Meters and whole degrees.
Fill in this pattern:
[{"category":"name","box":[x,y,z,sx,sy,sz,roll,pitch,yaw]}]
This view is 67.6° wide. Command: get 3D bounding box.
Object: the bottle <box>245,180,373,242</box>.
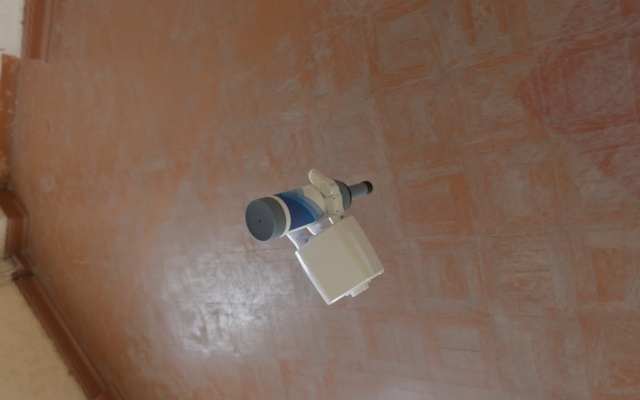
[{"category":"bottle","box":[0.000,0.003,0.829,0.069,0.069,0.295,0,11,40]}]
